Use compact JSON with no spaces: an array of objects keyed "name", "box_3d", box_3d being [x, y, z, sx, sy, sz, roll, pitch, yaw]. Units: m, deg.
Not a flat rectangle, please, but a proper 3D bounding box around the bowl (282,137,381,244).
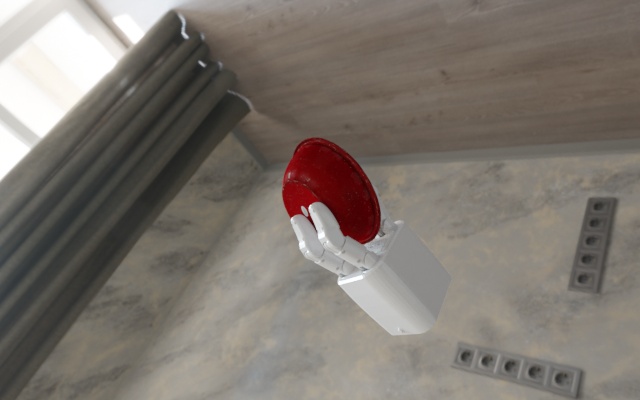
[{"name":"bowl","box_3d":[-0.001,0.001,0.622,0.055,0.162,0.162,-34,19,-31]}]
